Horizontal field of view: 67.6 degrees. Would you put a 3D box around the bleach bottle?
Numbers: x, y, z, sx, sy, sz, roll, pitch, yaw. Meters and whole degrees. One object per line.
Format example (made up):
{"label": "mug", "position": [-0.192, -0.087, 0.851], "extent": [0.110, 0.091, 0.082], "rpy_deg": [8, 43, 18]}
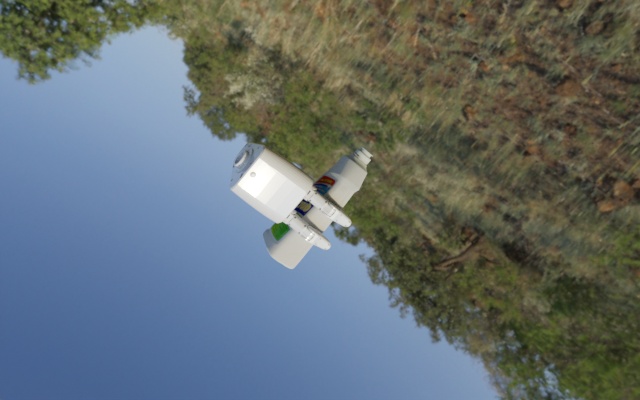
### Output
{"label": "bleach bottle", "position": [0.000, 0.003, 0.873], "extent": [0.068, 0.251, 0.102], "rpy_deg": [36, 10, -26]}
